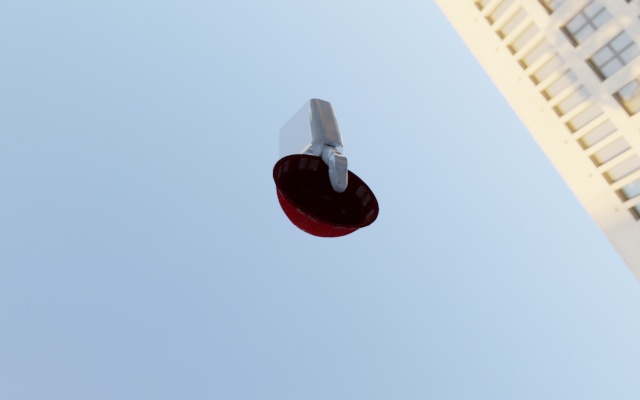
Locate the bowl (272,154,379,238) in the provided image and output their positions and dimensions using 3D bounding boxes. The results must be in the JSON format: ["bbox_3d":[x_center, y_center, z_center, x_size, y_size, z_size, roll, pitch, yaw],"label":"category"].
[{"bbox_3d":[0.000,0.003,0.680,0.162,0.055,0.162,19,33,-13],"label":"bowl"}]
